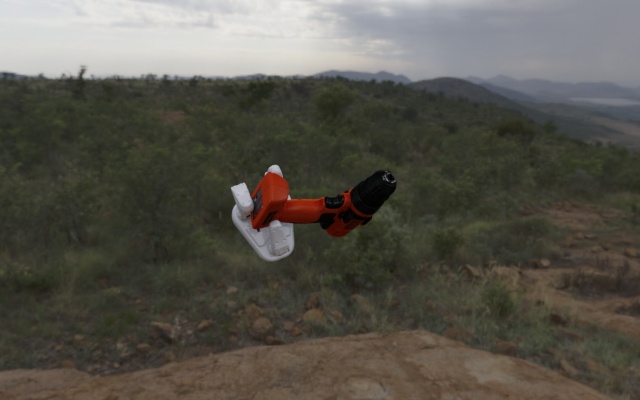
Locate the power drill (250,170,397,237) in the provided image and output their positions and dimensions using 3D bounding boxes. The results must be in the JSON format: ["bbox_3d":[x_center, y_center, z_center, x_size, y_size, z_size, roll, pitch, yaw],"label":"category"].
[{"bbox_3d":[0.000,0.002,0.718,0.187,0.057,0.184,6,-31,-25],"label":"power drill"}]
